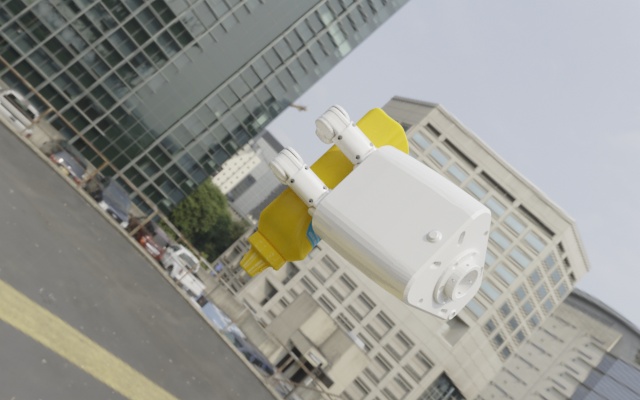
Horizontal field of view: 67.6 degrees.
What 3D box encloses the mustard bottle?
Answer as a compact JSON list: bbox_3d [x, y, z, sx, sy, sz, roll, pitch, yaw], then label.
[{"bbox_3d":[0.000,0.001,0.458,0.058,0.191,0.096,44,-10,16],"label":"mustard bottle"}]
